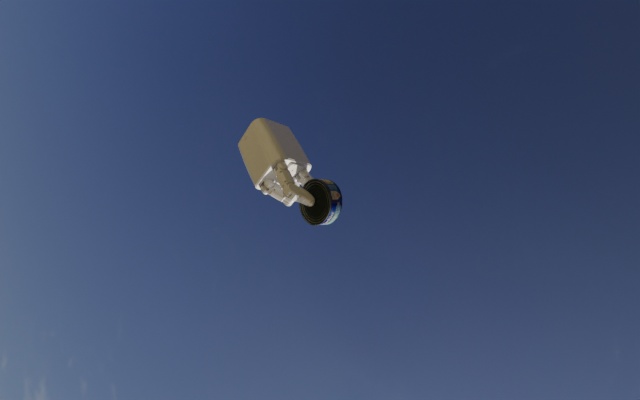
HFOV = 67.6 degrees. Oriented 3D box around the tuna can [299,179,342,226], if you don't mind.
[{"bbox_3d":[0.001,0.003,0.881,0.034,0.086,0.086,-1,0,-43],"label":"tuna can"}]
